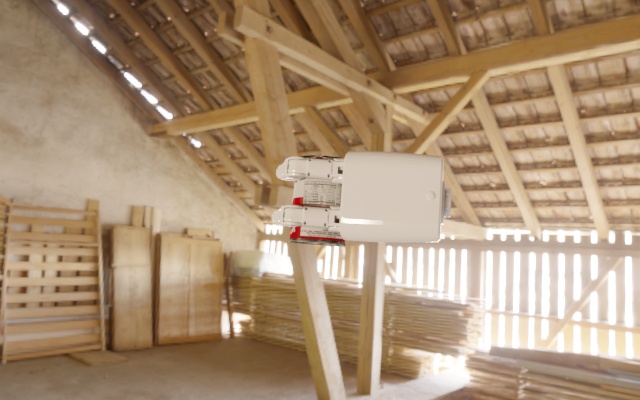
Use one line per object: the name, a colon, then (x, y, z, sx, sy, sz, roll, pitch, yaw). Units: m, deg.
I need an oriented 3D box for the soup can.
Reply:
soup can: (0.000, 0.002, 0.575, 0.068, 0.102, 0.068, 4, -7, 1)
